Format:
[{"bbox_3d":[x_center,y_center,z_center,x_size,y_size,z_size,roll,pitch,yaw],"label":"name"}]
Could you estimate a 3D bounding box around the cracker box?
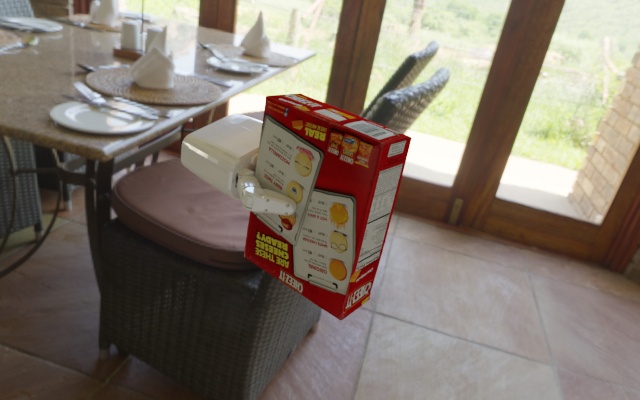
[{"bbox_3d":[0.000,0.002,0.555,0.164,0.214,0.072,27,29,32],"label":"cracker box"}]
